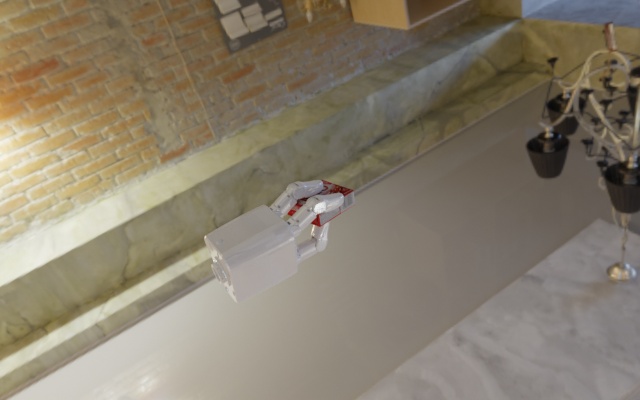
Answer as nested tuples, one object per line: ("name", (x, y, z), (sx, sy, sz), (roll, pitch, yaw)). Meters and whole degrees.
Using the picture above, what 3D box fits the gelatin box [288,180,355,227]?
("gelatin box", (0.000, 0.003, 0.771), (0.073, 0.030, 0.089), (20, 39, 41))
